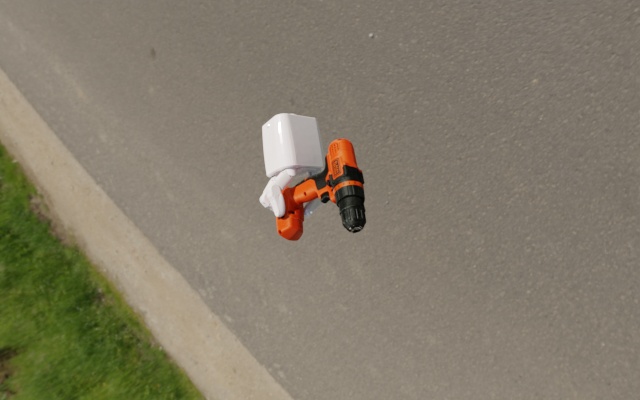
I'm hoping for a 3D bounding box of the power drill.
[{"bbox_3d":[0.000,0.003,0.862,0.188,0.184,0.057,-31,-40,33],"label":"power drill"}]
